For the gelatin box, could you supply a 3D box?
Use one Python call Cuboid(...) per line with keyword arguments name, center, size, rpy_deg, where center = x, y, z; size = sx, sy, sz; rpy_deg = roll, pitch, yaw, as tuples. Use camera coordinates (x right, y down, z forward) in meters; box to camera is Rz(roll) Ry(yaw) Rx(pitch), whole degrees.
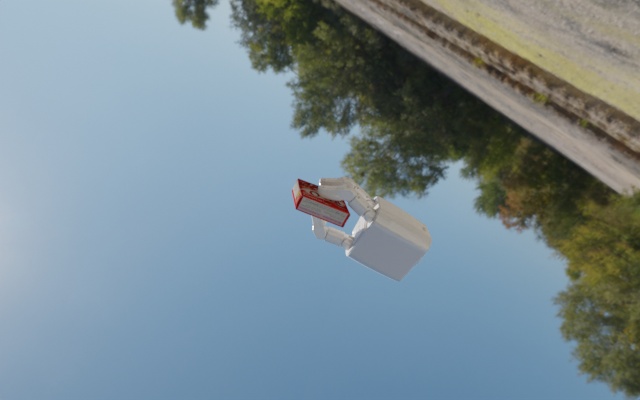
Cuboid(name="gelatin box", center=(0.000, 0.003, 0.789), size=(0.089, 0.030, 0.073), rpy_deg=(21, 20, -17))
